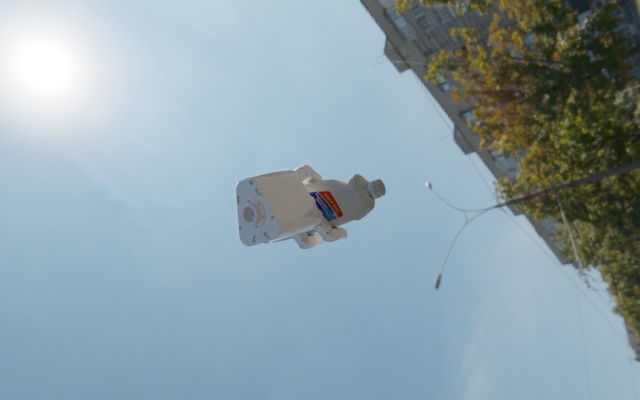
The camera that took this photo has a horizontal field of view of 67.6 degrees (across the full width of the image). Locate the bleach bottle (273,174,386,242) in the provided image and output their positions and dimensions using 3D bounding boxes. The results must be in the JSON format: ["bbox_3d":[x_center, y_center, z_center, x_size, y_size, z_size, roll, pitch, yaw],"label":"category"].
[{"bbox_3d":[0.000,0.003,0.858,0.251,0.102,0.068,-19,-1,35],"label":"bleach bottle"}]
